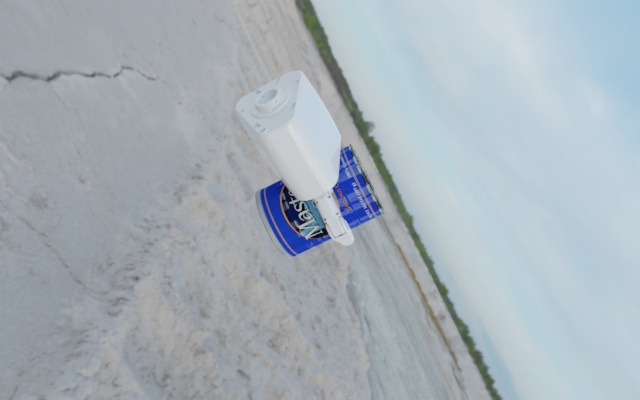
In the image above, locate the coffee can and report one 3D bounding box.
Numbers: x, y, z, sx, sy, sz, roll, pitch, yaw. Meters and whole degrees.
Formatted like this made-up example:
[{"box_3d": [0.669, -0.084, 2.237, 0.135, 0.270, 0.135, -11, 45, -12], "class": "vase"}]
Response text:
[{"box_3d": [0.000, 0.002, 0.633, 0.140, 0.103, 0.103, -26, -4, 8], "class": "coffee can"}]
